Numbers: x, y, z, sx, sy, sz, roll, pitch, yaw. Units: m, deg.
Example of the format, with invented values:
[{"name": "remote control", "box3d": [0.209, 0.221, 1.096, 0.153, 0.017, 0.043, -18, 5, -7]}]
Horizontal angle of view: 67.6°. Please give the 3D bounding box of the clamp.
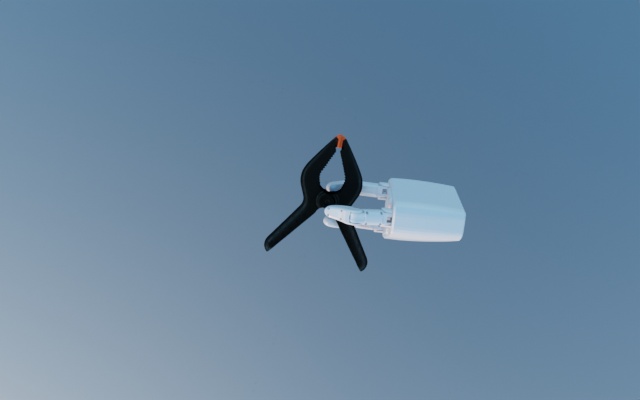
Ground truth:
[{"name": "clamp", "box3d": [0.000, 0.002, 0.733, 0.164, 0.210, 0.036, 5, 12, 0]}]
